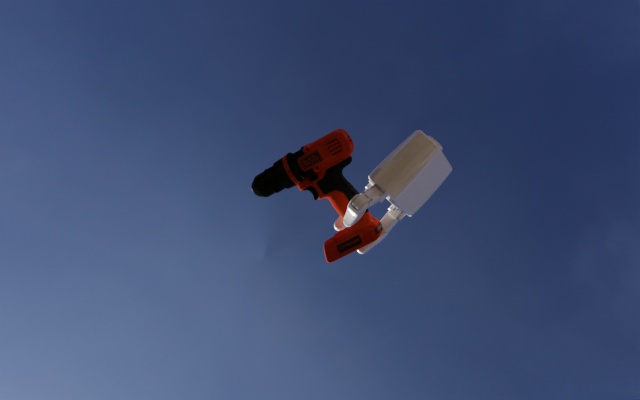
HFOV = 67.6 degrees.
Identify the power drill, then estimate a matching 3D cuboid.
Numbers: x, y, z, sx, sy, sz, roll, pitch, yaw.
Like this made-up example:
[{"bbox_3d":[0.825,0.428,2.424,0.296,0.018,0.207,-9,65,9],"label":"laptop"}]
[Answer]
[{"bbox_3d":[0.001,0.003,0.771,0.184,0.187,0.057,-27,7,18],"label":"power drill"}]
